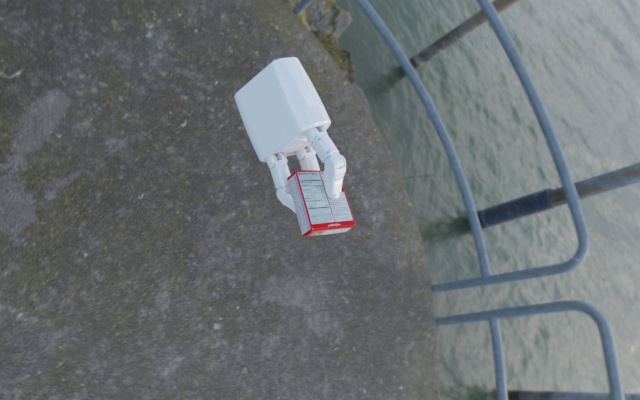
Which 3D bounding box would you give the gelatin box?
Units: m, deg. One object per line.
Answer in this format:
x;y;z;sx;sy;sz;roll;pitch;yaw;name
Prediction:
0.000;0.002;0.656;0.073;0.089;0.030;-4;-23;-35;gelatin box
